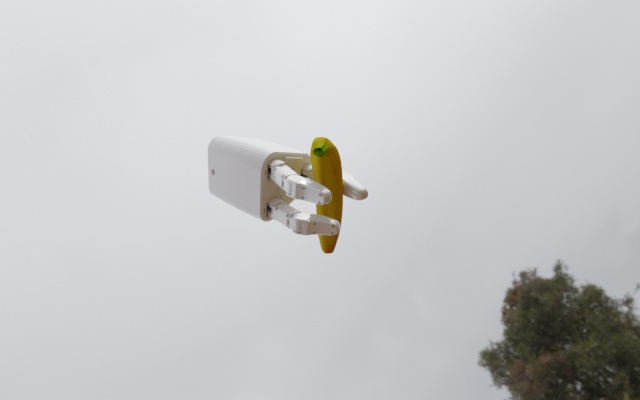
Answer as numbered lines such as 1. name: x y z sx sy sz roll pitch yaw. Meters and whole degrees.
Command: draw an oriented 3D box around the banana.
1. banana: 0.006 -0.014 0.619 0.037 0.069 0.198 11 -40 17
